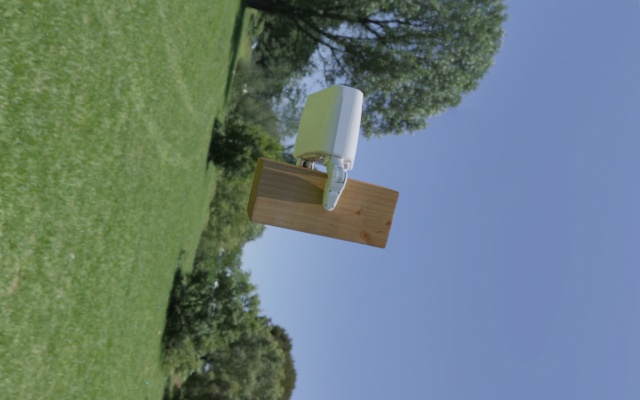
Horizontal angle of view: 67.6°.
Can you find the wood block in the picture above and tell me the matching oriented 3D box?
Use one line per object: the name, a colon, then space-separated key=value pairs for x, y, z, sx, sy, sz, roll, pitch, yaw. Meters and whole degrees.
wood block: x=0.000 y=0.002 z=0.724 sx=0.206 sy=0.090 sz=0.091 roll=12 pitch=5 yaw=-13
